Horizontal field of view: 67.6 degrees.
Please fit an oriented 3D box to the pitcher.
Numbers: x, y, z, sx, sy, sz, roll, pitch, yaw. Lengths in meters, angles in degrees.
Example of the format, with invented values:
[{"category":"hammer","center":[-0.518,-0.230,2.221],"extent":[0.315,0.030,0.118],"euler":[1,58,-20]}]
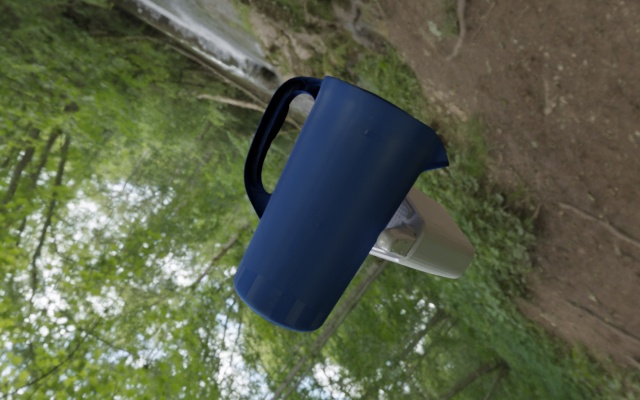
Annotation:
[{"category":"pitcher","center":[0.000,0.002,0.493],"extent":[0.145,0.243,0.149],"euler":[22,11,-38]}]
